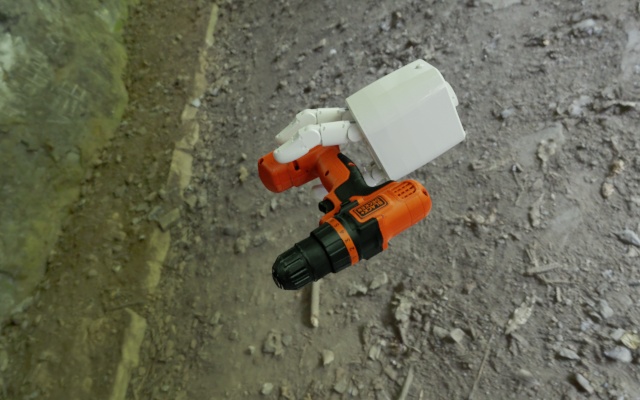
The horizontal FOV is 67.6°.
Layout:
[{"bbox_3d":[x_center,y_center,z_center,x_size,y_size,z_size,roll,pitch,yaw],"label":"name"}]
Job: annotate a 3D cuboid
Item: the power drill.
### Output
[{"bbox_3d":[0.000,0.001,0.538,0.184,0.057,0.187,-27,45,-15],"label":"power drill"}]
